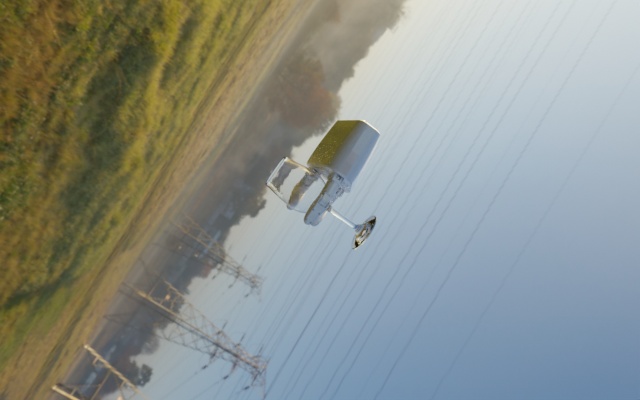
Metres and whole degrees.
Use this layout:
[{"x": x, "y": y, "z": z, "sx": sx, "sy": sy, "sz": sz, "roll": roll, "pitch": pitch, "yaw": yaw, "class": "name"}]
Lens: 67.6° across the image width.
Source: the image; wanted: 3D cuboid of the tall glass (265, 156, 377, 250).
[{"x": 0.001, "y": 0.003, "z": 0.859, "sx": 0.201, "sy": 0.079, "sz": 0.079, "roll": 35, "pitch": -8, "yaw": -11, "class": "tall glass"}]
